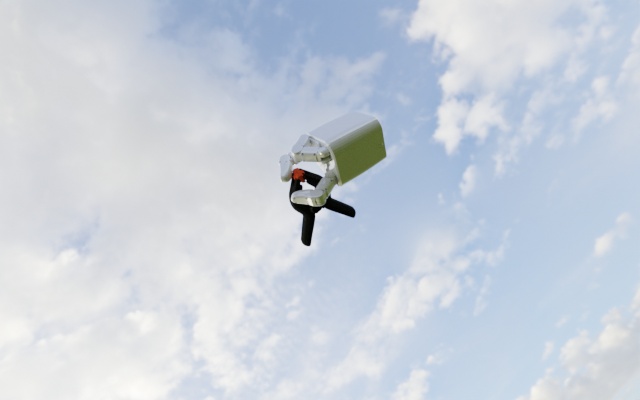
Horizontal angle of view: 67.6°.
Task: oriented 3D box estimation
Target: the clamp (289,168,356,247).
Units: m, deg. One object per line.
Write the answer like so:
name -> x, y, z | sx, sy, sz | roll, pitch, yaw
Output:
clamp -> 0.000, 0.003, 0.886 | 0.120, 0.172, 0.039 | -30, 44, -14
